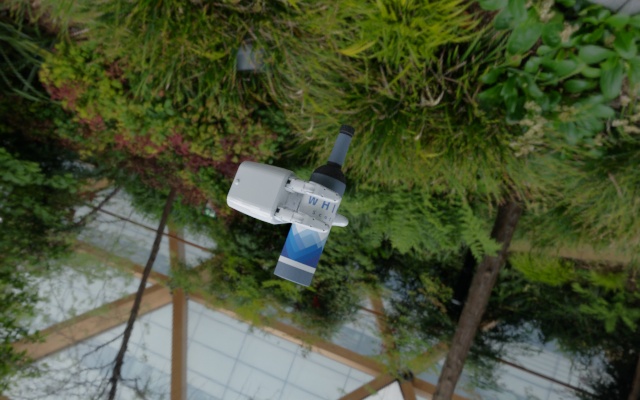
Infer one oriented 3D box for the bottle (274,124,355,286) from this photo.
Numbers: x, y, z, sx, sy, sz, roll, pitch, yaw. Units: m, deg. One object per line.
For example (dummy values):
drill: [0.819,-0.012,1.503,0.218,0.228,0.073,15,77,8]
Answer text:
bottle: [0.000,0.003,0.856,0.069,0.295,0.069,20,-7,3]
